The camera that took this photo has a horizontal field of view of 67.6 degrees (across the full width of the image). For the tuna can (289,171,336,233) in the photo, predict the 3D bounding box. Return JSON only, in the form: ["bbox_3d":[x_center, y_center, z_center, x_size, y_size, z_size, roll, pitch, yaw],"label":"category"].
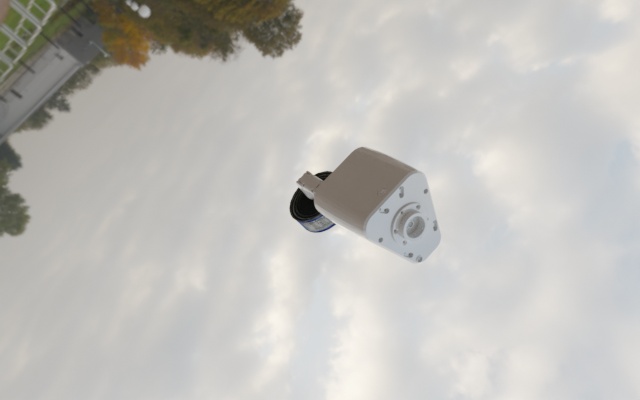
[{"bbox_3d":[0.000,0.002,0.668,0.086,0.086,0.034,0,-35,44],"label":"tuna can"}]
